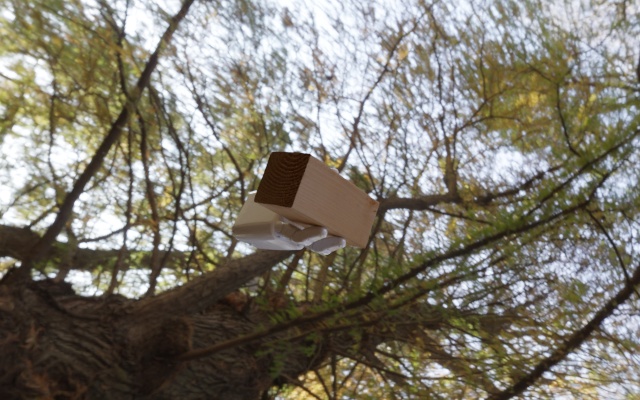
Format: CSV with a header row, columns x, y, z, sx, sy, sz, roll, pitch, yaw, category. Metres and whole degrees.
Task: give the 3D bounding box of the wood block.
x,y,z,sx,sy,sz,roll,pitch,yaw,category
0.000,0.002,0.806,0.090,0.091,0.206,8,-16,41,wood block
